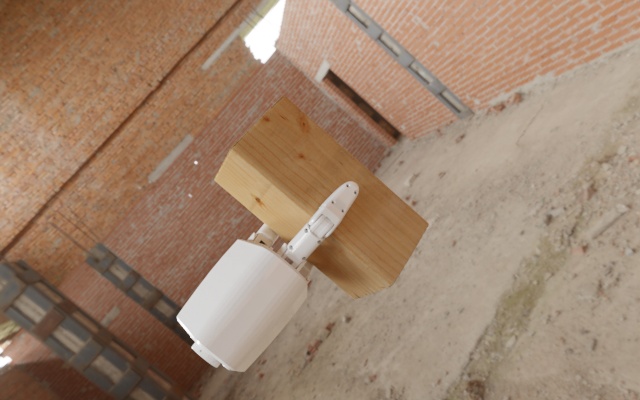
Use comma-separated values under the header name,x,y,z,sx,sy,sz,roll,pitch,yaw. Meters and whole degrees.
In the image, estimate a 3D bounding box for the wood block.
name,x,y,z,sx,sy,sz,roll,pitch,yaw
wood block,0.000,0.002,0.516,0.206,0.090,0.091,41,-30,-5
